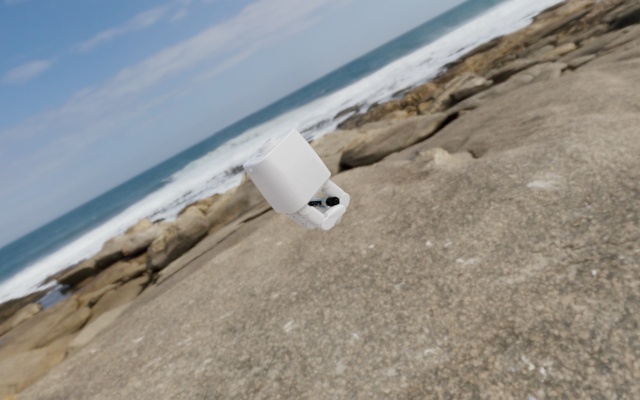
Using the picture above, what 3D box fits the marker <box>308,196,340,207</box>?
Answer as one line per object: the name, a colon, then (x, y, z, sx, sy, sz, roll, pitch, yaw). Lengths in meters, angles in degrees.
marker: (0.000, 0.003, 0.883, 0.020, 0.020, 0.121, 0, -1, -28)
